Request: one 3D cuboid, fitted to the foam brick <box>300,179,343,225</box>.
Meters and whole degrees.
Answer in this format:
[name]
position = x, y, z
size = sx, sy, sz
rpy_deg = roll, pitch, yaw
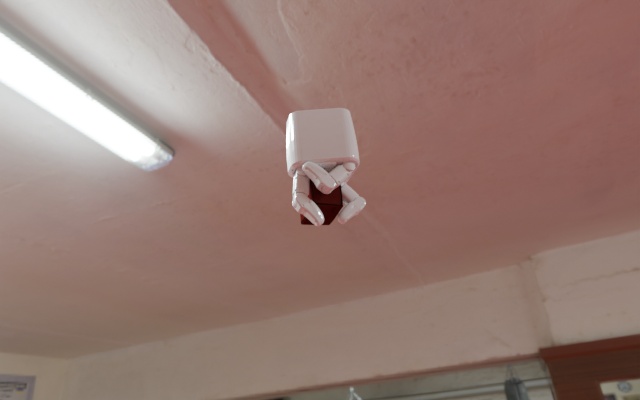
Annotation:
[foam brick]
position = 0.000, 0.003, 0.798
size = 0.053, 0.051, 0.078
rpy_deg = 4, -28, -18
